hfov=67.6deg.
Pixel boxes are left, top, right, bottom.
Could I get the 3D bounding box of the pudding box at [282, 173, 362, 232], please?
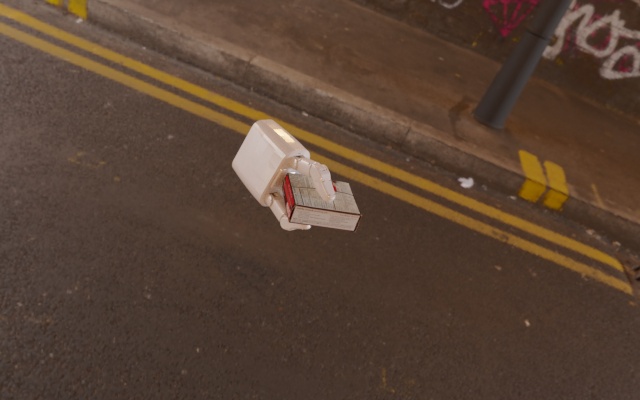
[{"bbox_3d":[0.000,0.002,0.751,0.113,0.039,0.090,8,35,-18],"label":"pudding box"}]
